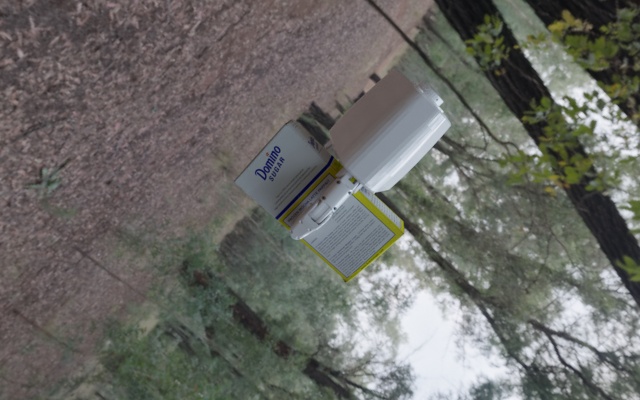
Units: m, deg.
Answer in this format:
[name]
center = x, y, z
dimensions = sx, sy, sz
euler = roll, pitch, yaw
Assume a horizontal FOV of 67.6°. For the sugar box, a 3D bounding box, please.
[sugar box]
center = 0.000, 0.002, 0.541
dimensions = 0.093, 0.176, 0.048
euler = -44, 6, 19
